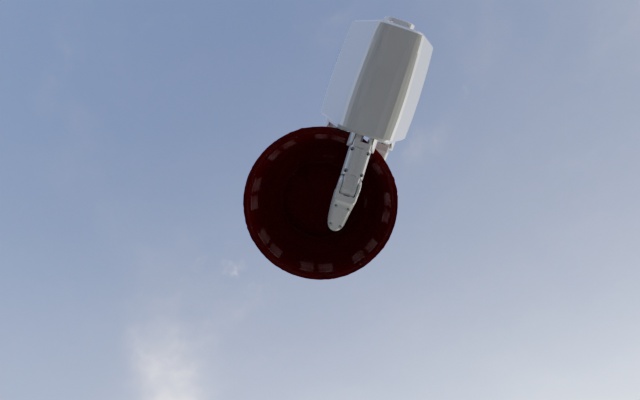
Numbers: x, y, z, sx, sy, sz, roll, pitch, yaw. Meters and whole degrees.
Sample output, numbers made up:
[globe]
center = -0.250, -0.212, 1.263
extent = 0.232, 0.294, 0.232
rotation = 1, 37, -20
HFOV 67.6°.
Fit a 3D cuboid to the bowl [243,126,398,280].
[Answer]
[bowl]
center = -0.001, 0.003, 0.522
extent = 0.162, 0.162, 0.055
rotation = 0, 5, 0
